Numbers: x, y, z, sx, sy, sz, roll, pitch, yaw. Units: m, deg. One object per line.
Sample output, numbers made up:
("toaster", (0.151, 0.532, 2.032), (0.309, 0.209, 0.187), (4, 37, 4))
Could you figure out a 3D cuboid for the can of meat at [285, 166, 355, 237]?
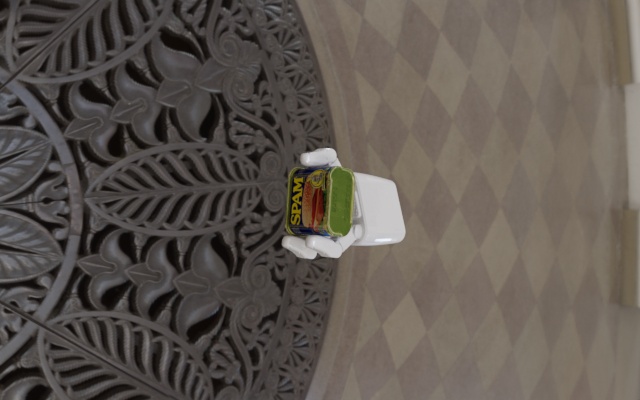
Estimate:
("can of meat", (0.000, 0.002, 0.678), (0.084, 0.102, 0.057), (-1, -7, 45))
